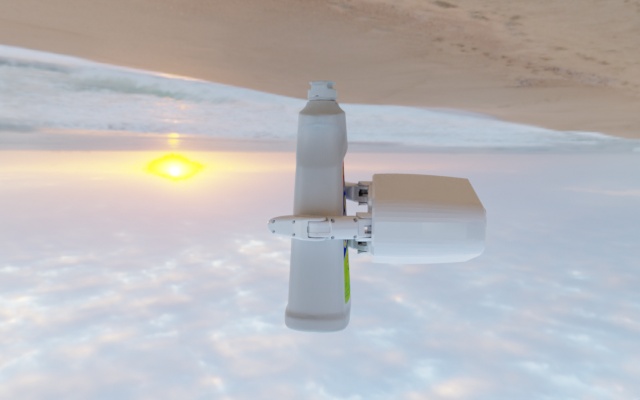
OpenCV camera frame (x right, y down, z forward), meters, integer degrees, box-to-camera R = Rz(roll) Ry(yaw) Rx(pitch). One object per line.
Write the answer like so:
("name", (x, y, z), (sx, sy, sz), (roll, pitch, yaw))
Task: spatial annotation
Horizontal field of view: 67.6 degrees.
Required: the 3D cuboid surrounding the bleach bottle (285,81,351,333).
("bleach bottle", (0.000, 0.002, 0.505), (0.068, 0.251, 0.102), (1, 6, 6))
